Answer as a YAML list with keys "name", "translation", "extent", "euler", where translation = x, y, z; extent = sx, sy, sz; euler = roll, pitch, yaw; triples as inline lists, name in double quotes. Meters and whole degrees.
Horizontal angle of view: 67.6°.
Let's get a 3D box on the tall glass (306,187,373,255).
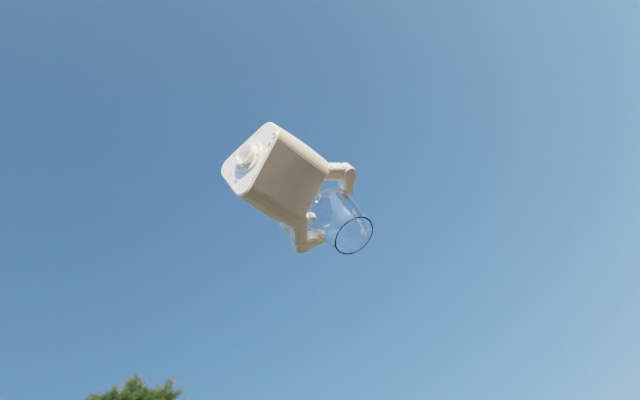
- name: "tall glass"
  translation: [0.000, 0.002, 0.732]
  extent: [0.079, 0.079, 0.201]
  euler: [0, 28, -33]
